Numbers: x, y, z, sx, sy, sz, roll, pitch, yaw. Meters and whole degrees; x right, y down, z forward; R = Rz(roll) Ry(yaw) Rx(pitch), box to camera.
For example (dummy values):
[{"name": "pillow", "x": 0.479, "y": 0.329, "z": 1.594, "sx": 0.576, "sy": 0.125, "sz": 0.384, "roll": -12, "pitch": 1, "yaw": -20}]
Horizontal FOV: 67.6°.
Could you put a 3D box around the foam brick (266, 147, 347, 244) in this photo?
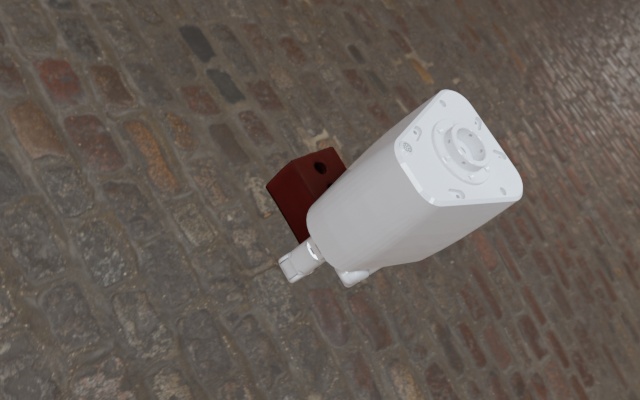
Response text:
[{"name": "foam brick", "x": 0.000, "y": 0.001, "z": 0.418, "sx": 0.053, "sy": 0.078, "sz": 0.051, "roll": -24, "pitch": -12, "yaw": -39}]
